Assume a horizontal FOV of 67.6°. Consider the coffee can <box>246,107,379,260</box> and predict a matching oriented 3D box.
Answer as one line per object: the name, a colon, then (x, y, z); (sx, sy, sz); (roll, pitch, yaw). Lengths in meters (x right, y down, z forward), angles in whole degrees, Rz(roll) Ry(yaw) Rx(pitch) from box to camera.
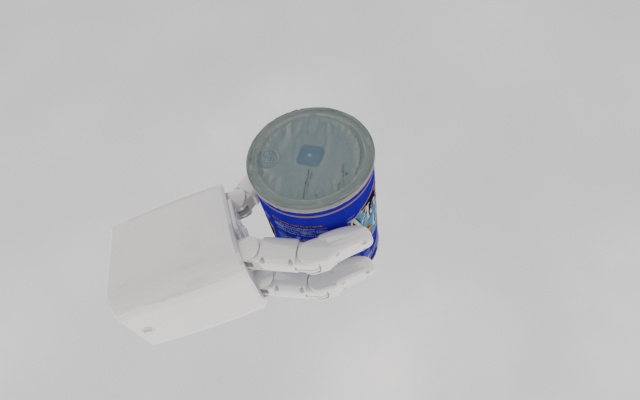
coffee can: (0.000, 0.001, 0.433); (0.103, 0.102, 0.140); (0, -33, 9)
